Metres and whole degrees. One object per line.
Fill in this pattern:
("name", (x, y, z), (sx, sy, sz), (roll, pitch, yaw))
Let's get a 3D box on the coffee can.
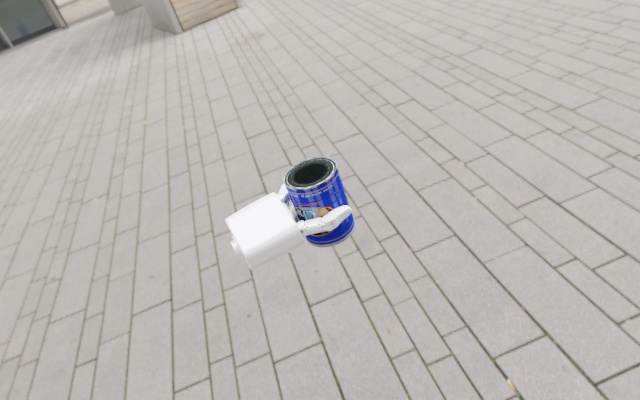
("coffee can", (0.000, 0.003, 0.898), (0.103, 0.140, 0.102), (-13, 35, 9))
